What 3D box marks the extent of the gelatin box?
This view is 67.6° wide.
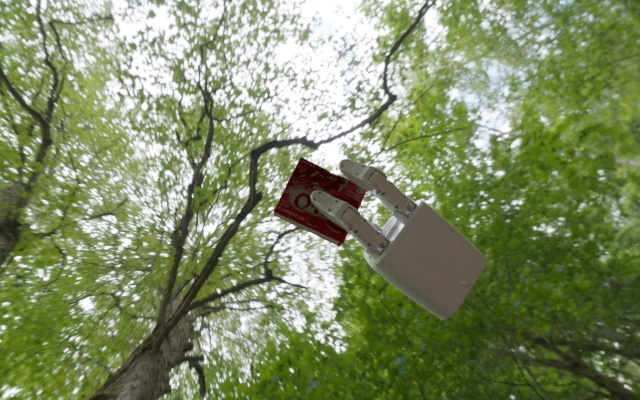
[{"bbox_3d":[0.000,0.002,0.559,0.089,0.073,0.030,26,-14,-1],"label":"gelatin box"}]
